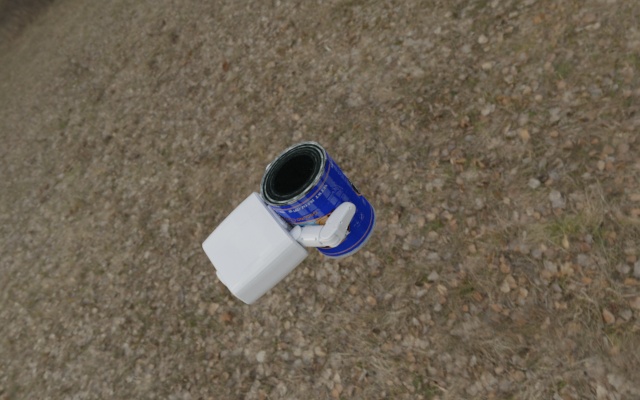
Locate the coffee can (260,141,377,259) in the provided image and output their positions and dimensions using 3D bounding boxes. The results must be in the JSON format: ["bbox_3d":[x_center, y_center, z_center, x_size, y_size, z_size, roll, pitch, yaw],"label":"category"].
[{"bbox_3d":[0.000,0.002,0.656,0.103,0.102,0.140,0,-34,39],"label":"coffee can"}]
